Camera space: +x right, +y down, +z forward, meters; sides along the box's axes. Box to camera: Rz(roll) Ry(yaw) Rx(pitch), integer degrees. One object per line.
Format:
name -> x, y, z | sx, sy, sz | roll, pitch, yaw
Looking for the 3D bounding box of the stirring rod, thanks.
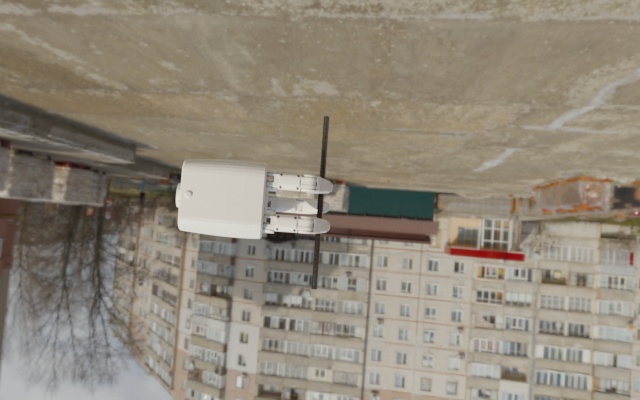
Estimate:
stirring rod -> 0.000, 0.002, 0.665 | 0.011, 0.239, 0.011 | 4, -3, 0
